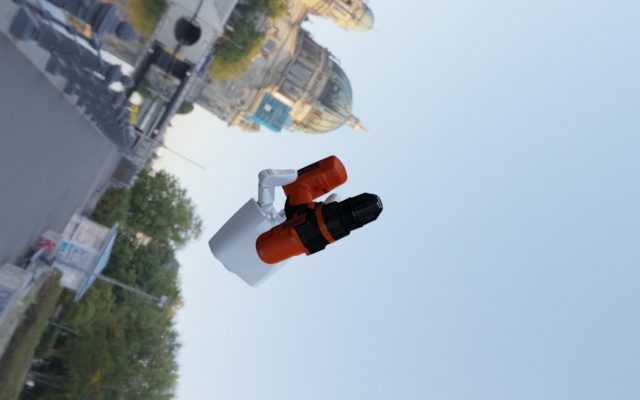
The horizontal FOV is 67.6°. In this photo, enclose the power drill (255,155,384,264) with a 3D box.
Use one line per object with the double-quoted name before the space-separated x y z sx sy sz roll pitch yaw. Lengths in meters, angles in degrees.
"power drill" 0.000 0.002 0.694 0.184 0.057 0.187 -22 25 15
